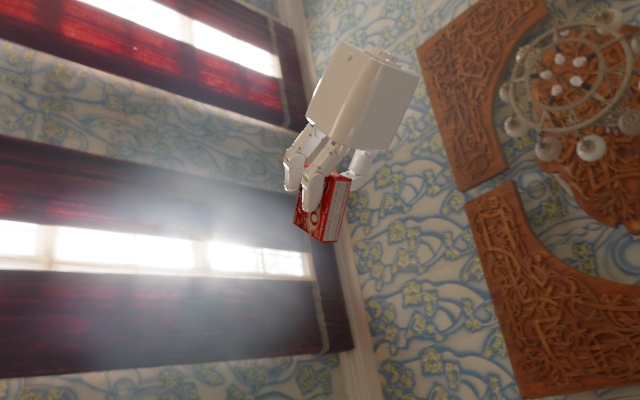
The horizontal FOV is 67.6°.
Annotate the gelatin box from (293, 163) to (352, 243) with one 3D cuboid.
[{"bbox_3d":[0.000,0.002,0.633,0.030,0.089,0.073,2,17,-37],"label":"gelatin box"}]
